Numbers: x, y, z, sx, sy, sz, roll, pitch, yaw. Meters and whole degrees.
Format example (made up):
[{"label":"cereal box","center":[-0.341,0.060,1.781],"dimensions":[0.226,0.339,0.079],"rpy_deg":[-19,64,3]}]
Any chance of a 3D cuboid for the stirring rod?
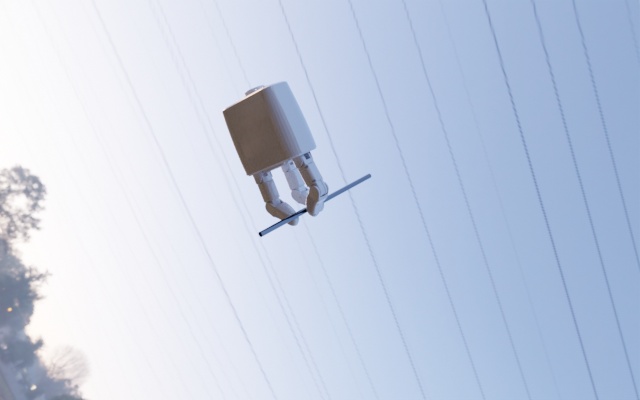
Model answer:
[{"label":"stirring rod","center":[0.000,0.002,0.728],"dimensions":[0.239,0.011,0.011],"rpy_deg":[-28,19,-39]}]
